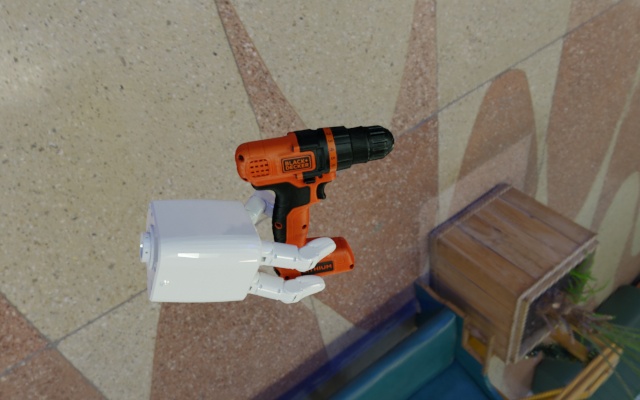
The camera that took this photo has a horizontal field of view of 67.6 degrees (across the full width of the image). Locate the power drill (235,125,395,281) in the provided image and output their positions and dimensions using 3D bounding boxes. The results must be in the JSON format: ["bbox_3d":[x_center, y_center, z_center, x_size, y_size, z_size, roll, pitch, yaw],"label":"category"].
[{"bbox_3d":[0.000,0.002,0.581,0.184,0.188,0.057,-8,28,-6],"label":"power drill"}]
